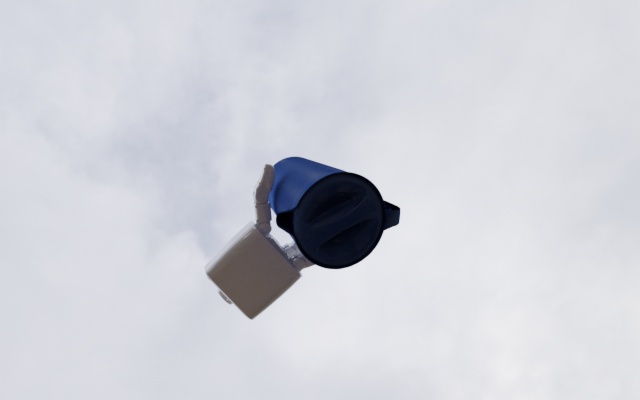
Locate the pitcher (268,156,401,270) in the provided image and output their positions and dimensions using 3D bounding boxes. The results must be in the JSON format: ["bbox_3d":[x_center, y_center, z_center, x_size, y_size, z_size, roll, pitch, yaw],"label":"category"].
[{"bbox_3d":[0.000,0.003,0.735,0.149,0.145,0.242,46,-4,-23],"label":"pitcher"}]
